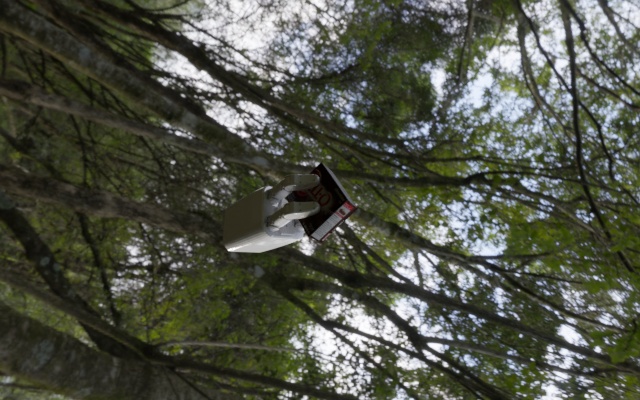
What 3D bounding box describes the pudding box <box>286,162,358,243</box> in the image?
[{"bbox_3d":[0.000,0.003,0.803,0.039,0.090,0.113,34,16,-45],"label":"pudding box"}]
